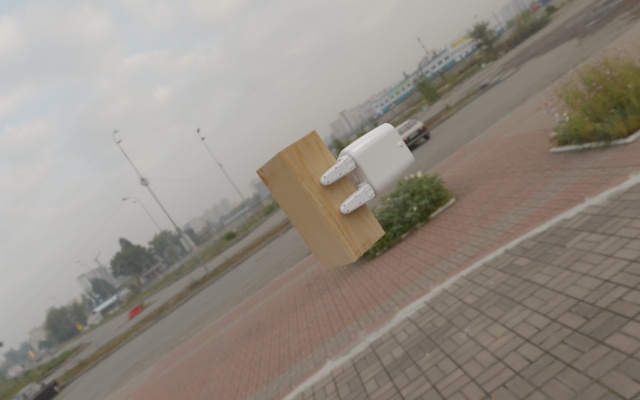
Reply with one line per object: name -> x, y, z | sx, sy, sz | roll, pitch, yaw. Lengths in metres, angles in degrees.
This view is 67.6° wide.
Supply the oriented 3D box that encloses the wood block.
wood block -> 0.000, 0.002, 0.791 | 0.090, 0.206, 0.091 | -38, 5, -35
